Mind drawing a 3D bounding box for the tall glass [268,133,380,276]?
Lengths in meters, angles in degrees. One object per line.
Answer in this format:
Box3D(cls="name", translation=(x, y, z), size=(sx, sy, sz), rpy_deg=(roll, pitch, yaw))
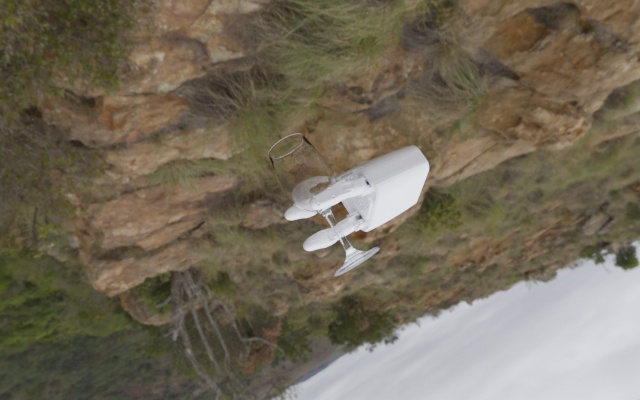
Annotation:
Box3D(cls="tall glass", translation=(0.000, 0.003, 0.678), size=(0.079, 0.201, 0.079), rpy_deg=(-30, -14, -8))
